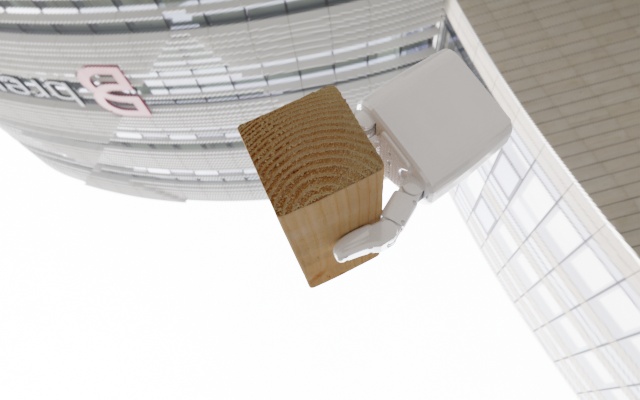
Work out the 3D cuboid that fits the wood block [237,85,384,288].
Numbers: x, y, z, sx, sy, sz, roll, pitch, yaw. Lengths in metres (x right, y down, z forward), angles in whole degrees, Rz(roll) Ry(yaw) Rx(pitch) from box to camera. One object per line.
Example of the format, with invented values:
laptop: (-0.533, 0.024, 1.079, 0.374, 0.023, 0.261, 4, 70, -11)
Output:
wood block: (0.001, 0.002, 0.456, 0.090, 0.090, 0.206, -25, -25, -5)
